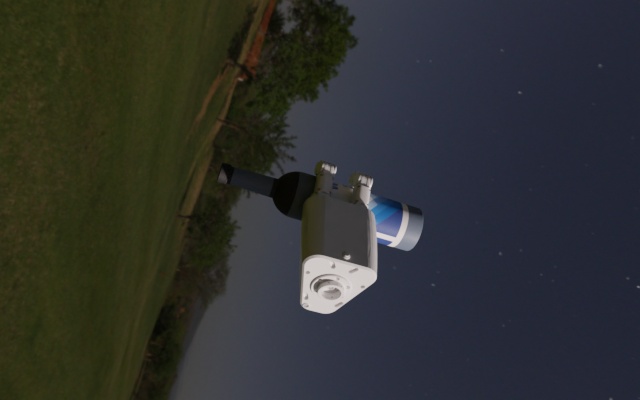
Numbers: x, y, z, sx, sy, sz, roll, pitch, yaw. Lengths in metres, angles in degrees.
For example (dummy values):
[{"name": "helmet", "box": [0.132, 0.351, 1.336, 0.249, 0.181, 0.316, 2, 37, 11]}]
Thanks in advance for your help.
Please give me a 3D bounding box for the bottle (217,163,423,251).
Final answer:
[{"name": "bottle", "box": [0.000, 0.002, 0.682, 0.296, 0.069, 0.069, 17, -4, -13]}]
